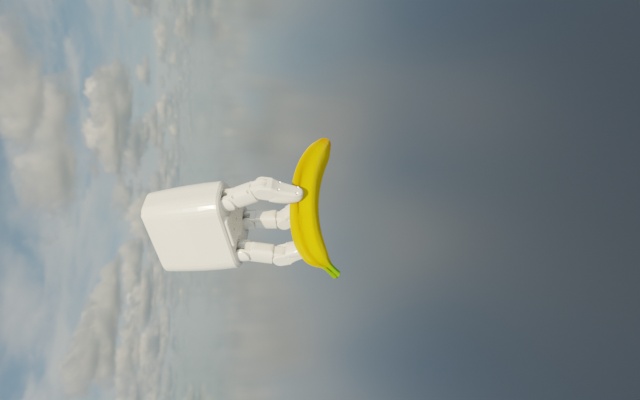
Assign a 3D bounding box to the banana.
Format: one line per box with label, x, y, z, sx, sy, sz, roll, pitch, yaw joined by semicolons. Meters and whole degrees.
banana;-0.011;0.001;0.622;0.037;0.197;0.070;-15;-23;34
